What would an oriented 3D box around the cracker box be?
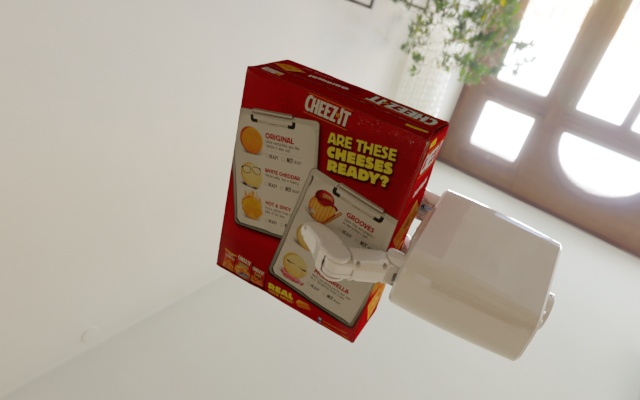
[{"bbox_3d":[0.000,0.002,0.440,0.164,0.214,0.072,26,32,18],"label":"cracker box"}]
